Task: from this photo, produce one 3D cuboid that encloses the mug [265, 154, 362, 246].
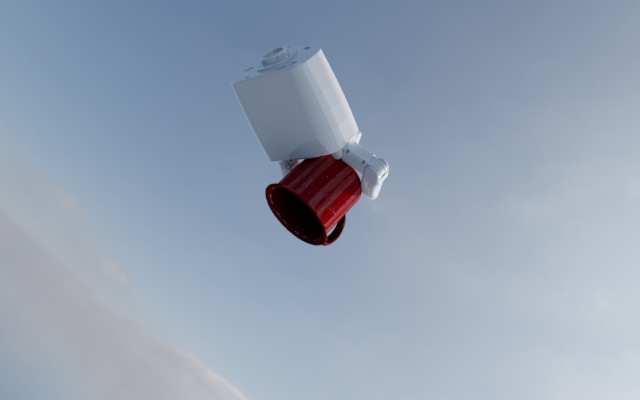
[{"bbox_3d":[0.001,0.003,0.574,0.093,0.117,0.081,12,48,46],"label":"mug"}]
